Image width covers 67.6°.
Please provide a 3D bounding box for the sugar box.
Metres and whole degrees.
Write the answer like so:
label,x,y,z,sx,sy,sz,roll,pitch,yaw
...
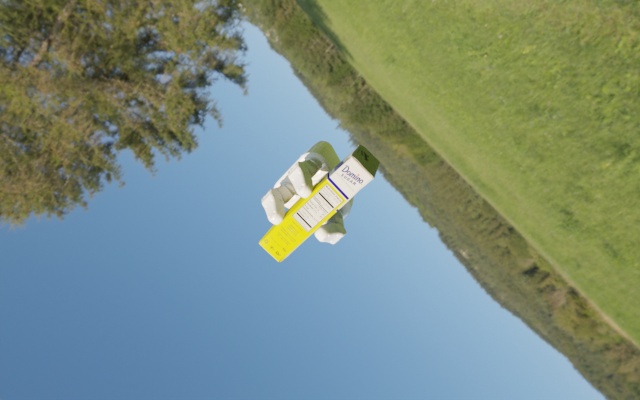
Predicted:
label,x,y,z,sx,sy,sz,roll,pitch,yaw
sugar box,0.000,0.002,0.645,0.176,0.048,0.093,-45,3,20
